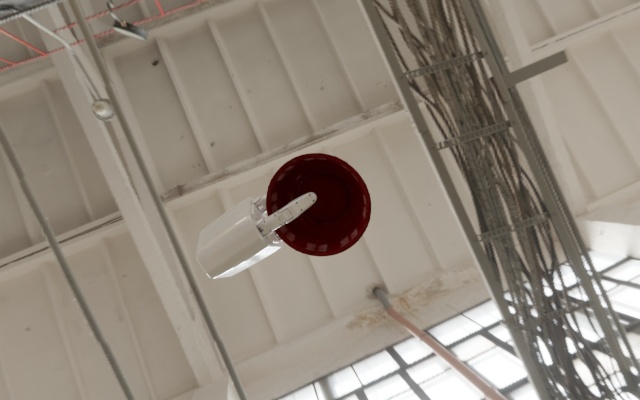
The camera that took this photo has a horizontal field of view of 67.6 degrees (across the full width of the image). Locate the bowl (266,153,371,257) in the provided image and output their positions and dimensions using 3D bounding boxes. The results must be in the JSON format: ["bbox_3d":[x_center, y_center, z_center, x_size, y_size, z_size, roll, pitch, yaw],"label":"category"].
[{"bbox_3d":[0.001,0.002,0.742,0.162,0.162,0.055,0,14,11],"label":"bowl"}]
